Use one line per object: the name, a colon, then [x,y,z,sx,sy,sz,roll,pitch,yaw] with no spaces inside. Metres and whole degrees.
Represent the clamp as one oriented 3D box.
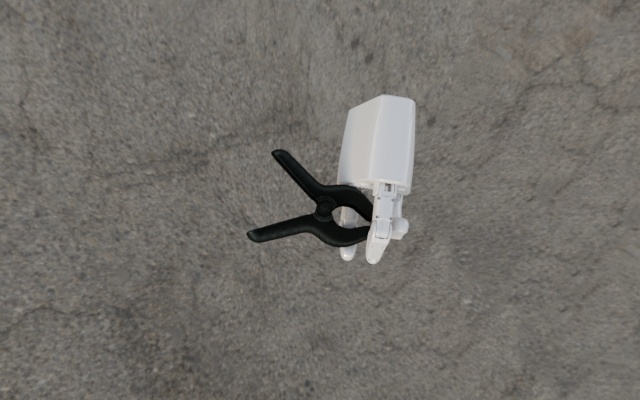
clamp: [0.000,0.002,0.596,0.171,0.120,0.039,8,-5,-5]
